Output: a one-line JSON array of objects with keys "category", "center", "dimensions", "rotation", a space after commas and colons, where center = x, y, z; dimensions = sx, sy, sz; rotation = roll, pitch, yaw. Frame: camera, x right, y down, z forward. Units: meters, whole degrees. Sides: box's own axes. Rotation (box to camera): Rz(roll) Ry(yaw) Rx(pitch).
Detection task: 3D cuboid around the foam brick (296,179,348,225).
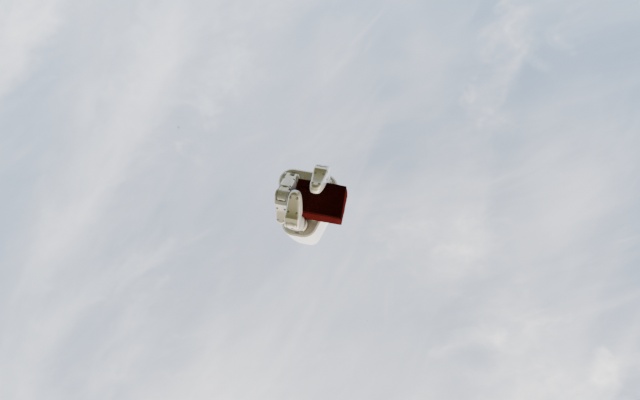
[{"category": "foam brick", "center": [0.000, 0.003, 0.738], "dimensions": [0.078, 0.053, 0.051], "rotation": [10, -13, 8]}]
